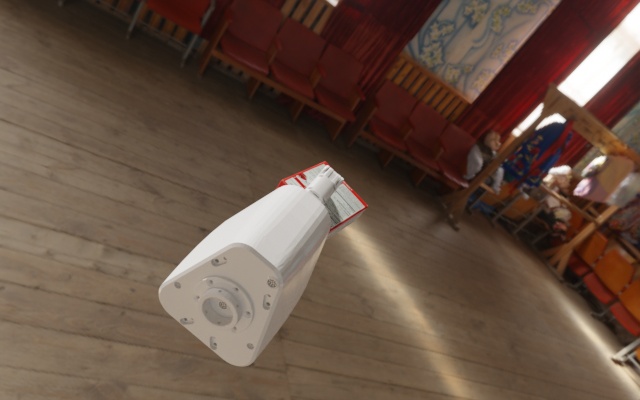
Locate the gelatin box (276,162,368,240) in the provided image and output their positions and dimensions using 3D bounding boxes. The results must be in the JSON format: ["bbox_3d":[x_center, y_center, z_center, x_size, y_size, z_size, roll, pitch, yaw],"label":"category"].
[{"bbox_3d":[0.000,0.001,0.513,0.089,0.073,0.030,-29,-18,-53],"label":"gelatin box"}]
